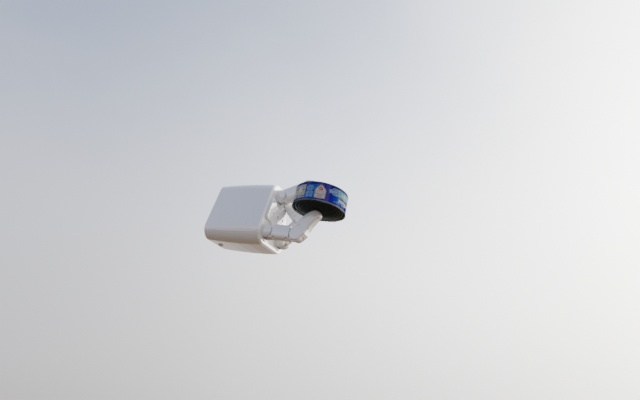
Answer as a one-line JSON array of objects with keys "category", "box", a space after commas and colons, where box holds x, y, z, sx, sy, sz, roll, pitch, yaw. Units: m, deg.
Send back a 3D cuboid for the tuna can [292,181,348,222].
[{"category": "tuna can", "box": [0.000, 0.002, 0.751, 0.086, 0.033, 0.086, 11, -22, 4]}]
